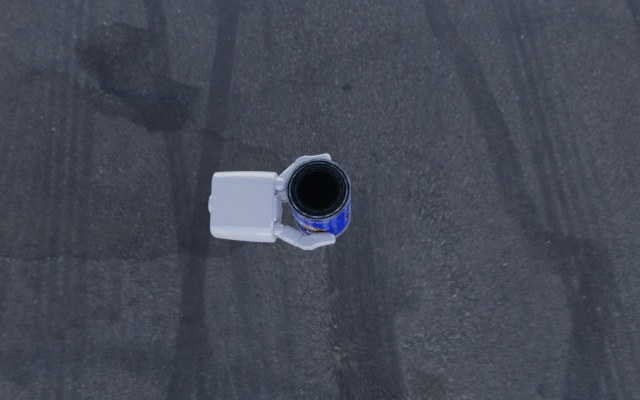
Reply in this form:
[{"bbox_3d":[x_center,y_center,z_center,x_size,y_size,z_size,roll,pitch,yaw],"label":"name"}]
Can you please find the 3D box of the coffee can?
[{"bbox_3d":[0.000,0.003,0.800,0.103,0.102,0.140,0,-17,3],"label":"coffee can"}]
